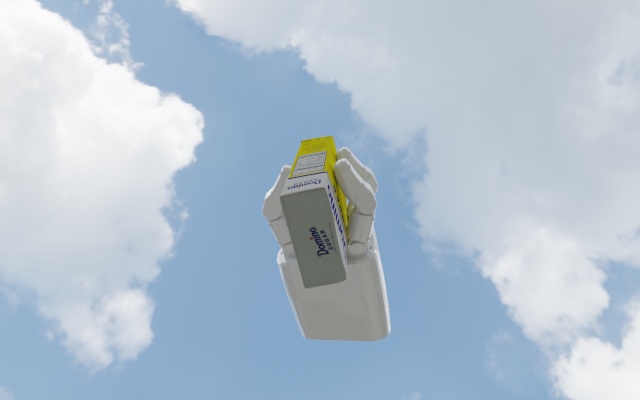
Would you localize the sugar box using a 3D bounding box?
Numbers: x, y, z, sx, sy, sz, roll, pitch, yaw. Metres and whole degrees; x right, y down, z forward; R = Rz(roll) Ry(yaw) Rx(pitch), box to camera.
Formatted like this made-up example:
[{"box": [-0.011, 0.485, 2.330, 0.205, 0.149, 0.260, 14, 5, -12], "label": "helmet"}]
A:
[{"box": [0.001, 0.002, 0.482, 0.048, 0.093, 0.176, -12, 21, 5], "label": "sugar box"}]
